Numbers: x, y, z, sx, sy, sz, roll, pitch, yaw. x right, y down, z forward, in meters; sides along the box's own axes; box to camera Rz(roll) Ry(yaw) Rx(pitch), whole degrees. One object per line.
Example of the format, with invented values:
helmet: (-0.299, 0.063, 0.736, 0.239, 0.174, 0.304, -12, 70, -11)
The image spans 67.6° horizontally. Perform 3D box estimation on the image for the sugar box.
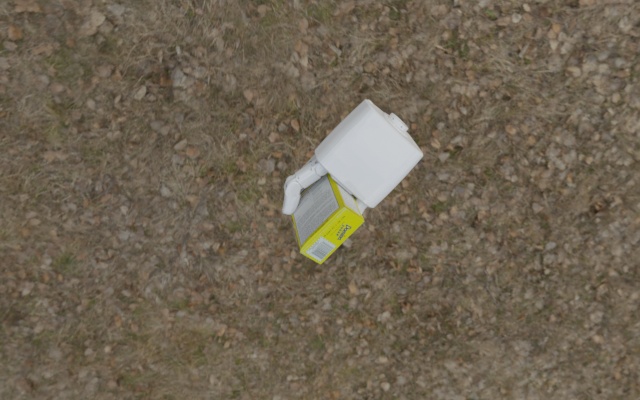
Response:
sugar box: (0.001, 0.003, 0.707, 0.048, 0.093, 0.176, 36, 20, -26)
